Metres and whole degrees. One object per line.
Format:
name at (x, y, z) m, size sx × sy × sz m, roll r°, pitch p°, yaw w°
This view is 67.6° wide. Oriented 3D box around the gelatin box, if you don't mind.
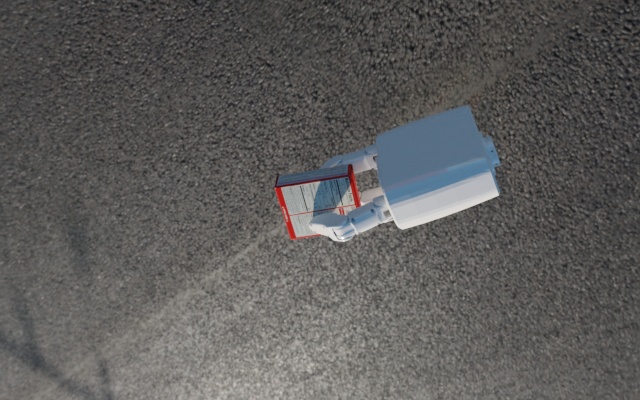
gelatin box at (0.000, 0.002, 0.543) m, size 0.089 × 0.073 × 0.030 m, roll -10°, pitch 31°, yaw 9°
